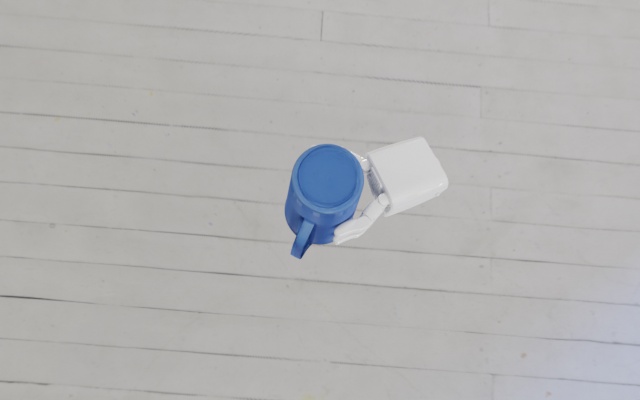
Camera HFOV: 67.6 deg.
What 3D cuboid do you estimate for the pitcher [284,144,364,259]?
[{"bbox_3d":[0.000,0.003,0.806,0.145,0.149,0.243,-17,-12,-7],"label":"pitcher"}]
